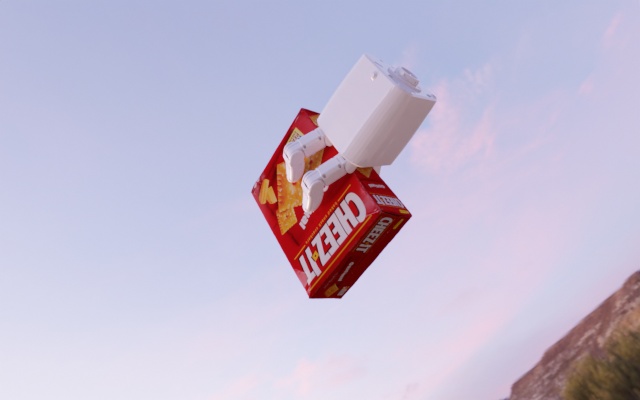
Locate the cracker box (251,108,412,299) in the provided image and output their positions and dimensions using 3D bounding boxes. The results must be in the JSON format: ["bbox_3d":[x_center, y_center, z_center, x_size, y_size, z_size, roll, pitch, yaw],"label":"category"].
[{"bbox_3d":[0.000,0.002,0.660,0.072,0.164,0.213,9,37,-43],"label":"cracker box"}]
